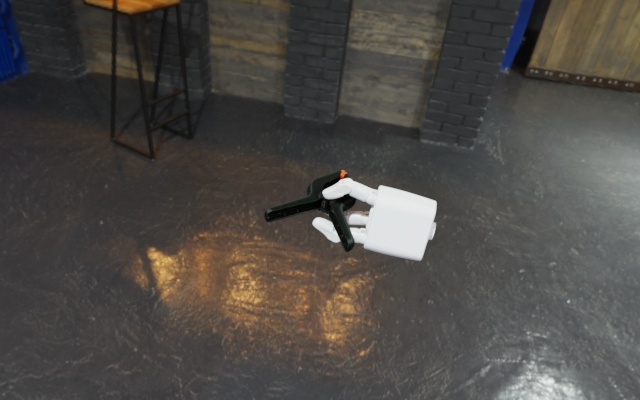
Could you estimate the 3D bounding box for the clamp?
[{"bbox_3d":[0.001,0.002,0.884,0.164,0.036,0.209,17,37,5],"label":"clamp"}]
